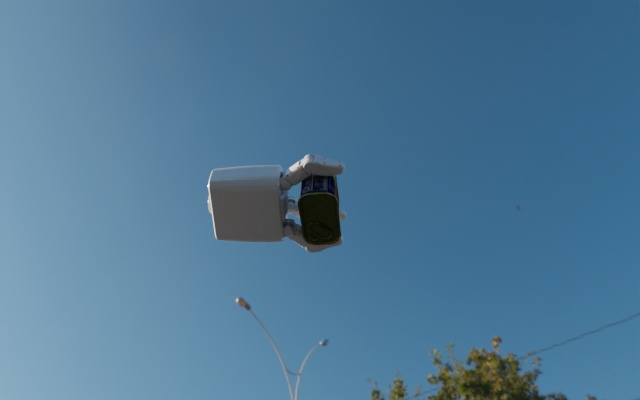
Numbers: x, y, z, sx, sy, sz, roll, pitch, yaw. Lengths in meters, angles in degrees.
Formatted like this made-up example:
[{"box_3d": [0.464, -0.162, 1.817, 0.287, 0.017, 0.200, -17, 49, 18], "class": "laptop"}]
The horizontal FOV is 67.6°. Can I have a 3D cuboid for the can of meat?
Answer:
[{"box_3d": [0.000, 0.002, 0.723, 0.057, 0.102, 0.083, -4, 40, 5], "class": "can of meat"}]
